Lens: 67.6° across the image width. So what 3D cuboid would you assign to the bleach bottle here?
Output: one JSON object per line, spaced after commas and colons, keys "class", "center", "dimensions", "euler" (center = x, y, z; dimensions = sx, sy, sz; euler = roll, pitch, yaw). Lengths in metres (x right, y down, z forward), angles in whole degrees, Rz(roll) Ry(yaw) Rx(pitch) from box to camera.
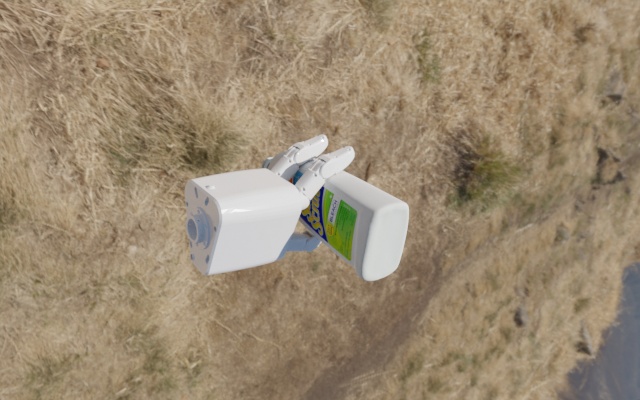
{"class": "bleach bottle", "center": [0.000, 0.002, 0.631], "dimensions": [0.068, 0.103, 0.250], "euler": [-10, 28, -38]}
